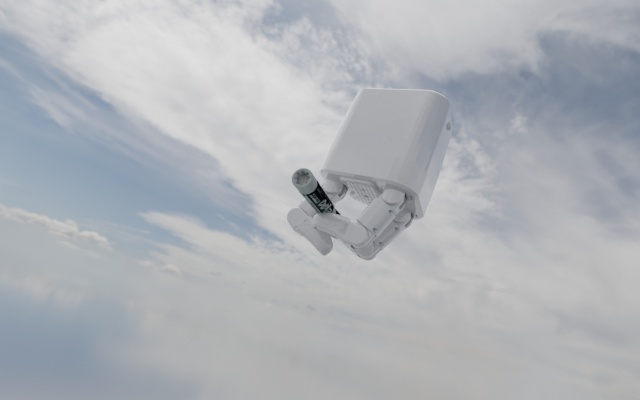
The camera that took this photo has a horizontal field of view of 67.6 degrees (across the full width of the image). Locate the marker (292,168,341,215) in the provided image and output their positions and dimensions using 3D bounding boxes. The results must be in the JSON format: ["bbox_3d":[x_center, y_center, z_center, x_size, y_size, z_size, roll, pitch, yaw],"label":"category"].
[{"bbox_3d":[0.000,0.002,0.454,0.020,0.020,0.121,0,-20,16],"label":"marker"}]
